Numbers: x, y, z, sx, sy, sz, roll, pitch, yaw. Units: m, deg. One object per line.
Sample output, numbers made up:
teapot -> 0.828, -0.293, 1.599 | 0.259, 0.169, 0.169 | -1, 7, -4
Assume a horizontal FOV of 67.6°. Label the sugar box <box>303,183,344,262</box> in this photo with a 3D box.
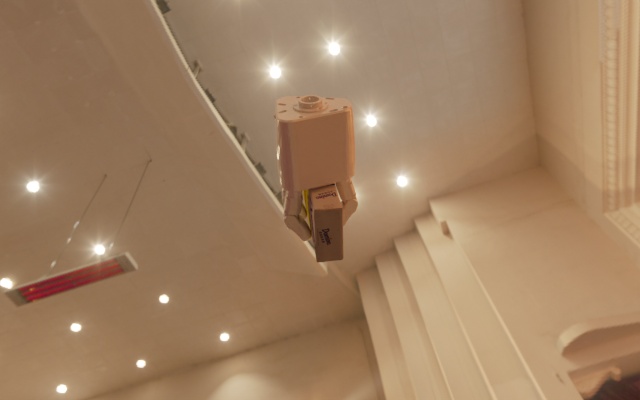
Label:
sugar box -> 0.000, 0.002, 0.726 | 0.048, 0.093, 0.176 | -5, 33, -3
